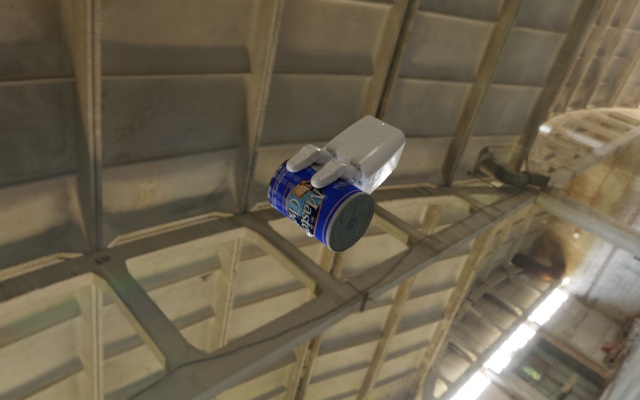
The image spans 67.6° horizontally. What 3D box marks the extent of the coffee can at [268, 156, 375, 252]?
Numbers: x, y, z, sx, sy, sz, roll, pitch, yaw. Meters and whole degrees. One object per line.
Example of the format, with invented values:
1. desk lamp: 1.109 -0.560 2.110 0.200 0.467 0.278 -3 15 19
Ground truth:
1. coffee can: 0.000 0.003 0.756 0.140 0.103 0.103 34 20 33
